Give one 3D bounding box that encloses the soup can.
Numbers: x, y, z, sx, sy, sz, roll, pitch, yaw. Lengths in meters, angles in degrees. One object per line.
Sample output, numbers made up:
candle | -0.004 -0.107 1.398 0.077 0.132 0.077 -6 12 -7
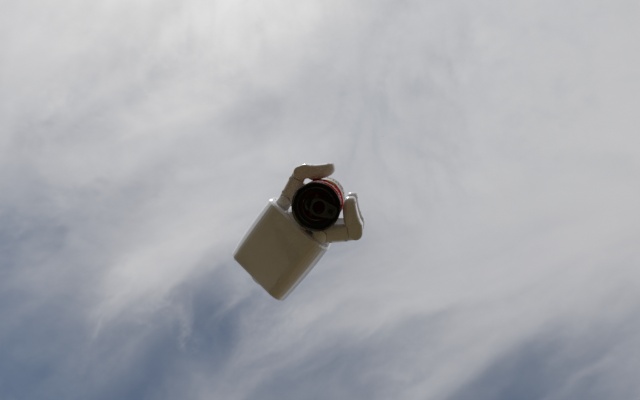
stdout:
soup can | 0.000 0.002 0.691 0.068 0.068 0.102 0 8 7
